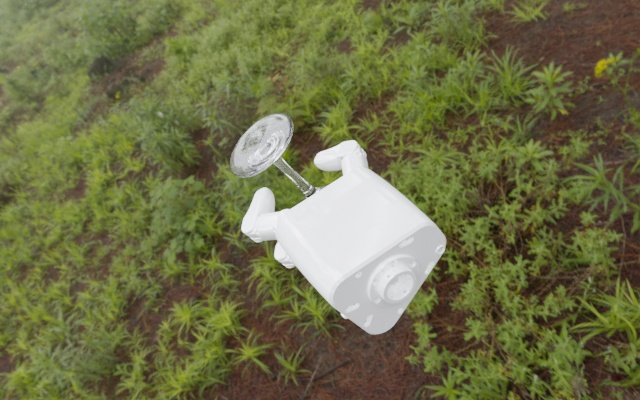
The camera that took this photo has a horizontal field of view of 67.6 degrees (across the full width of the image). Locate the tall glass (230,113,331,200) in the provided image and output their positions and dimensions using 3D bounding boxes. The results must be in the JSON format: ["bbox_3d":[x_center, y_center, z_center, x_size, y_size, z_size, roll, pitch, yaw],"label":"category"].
[{"bbox_3d":[0.000,0.001,0.503,0.079,0.079,0.201,0,-33,41],"label":"tall glass"}]
